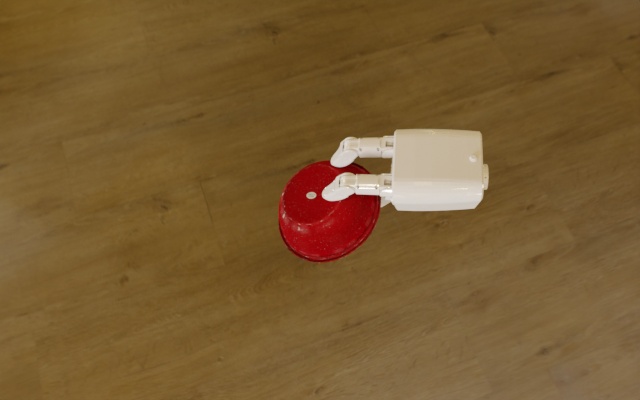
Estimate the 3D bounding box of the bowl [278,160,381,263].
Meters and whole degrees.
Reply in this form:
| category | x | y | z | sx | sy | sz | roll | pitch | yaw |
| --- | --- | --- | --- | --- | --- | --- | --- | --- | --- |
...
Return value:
| category | x | y | z | sx | sy | sz | roll | pitch | yaw |
| --- | --- | --- | --- | --- | --- | --- | --- | --- | --- |
| bowl | -0.001 | 0.002 | 0.670 | 0.162 | 0.162 | 0.055 | 0 | -25 | 28 |
